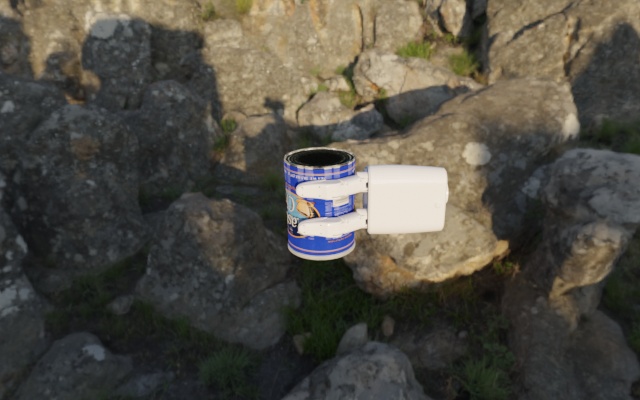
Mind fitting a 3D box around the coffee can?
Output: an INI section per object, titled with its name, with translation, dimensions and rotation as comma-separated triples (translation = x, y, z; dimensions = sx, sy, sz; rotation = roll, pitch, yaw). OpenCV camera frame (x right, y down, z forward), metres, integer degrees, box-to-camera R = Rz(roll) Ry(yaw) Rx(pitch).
[coffee can]
translation = 0.000, 0.002, 0.703
dimensions = 0.103, 0.140, 0.102
rotation = -1, 21, 0
